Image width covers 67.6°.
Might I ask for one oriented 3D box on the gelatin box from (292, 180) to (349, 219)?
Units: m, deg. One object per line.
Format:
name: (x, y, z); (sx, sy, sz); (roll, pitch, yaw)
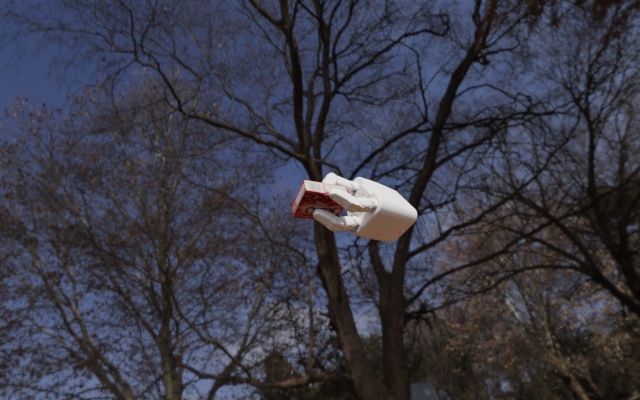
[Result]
gelatin box: (0.000, 0.003, 0.886); (0.089, 0.030, 0.073); (8, -46, -22)
